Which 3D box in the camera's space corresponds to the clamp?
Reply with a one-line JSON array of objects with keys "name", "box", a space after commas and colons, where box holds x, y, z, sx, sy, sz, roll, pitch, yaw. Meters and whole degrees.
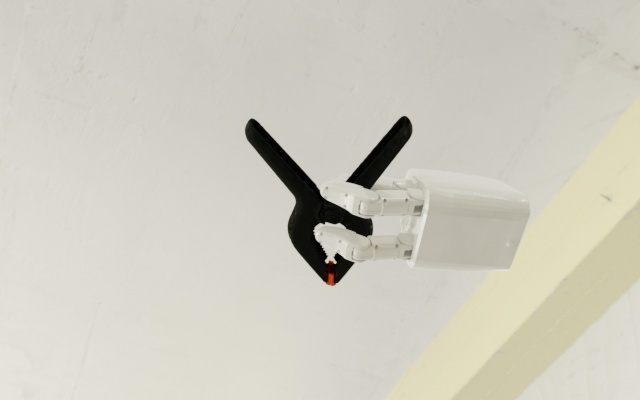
[{"name": "clamp", "box": [0.000, 0.002, 0.516, 0.164, 0.210, 0.036, 6, 31, 0]}]
